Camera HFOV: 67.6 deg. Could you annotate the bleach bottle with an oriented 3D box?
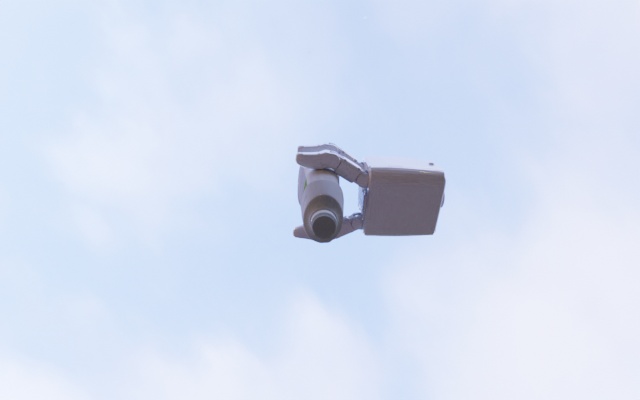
[{"bbox_3d":[0.000,0.002,0.671,0.068,0.102,0.250,2,17,-2],"label":"bleach bottle"}]
